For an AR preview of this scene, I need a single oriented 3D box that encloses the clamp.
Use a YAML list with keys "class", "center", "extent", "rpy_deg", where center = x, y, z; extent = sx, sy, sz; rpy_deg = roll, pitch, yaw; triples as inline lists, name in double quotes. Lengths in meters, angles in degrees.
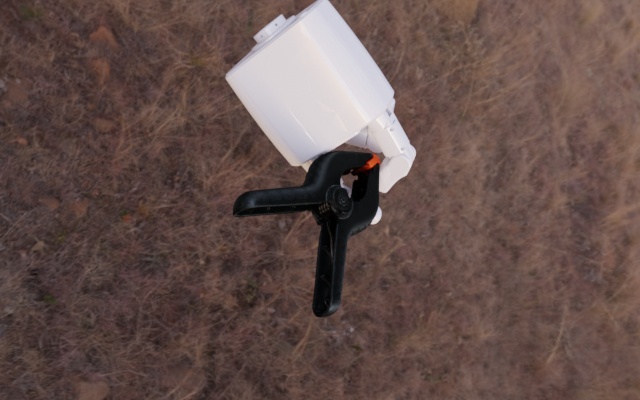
- class: "clamp"
  center: [0.001, 0.001, 0.419]
  extent: [0.039, 0.120, 0.171]
  rpy_deg: [-20, 29, 40]
